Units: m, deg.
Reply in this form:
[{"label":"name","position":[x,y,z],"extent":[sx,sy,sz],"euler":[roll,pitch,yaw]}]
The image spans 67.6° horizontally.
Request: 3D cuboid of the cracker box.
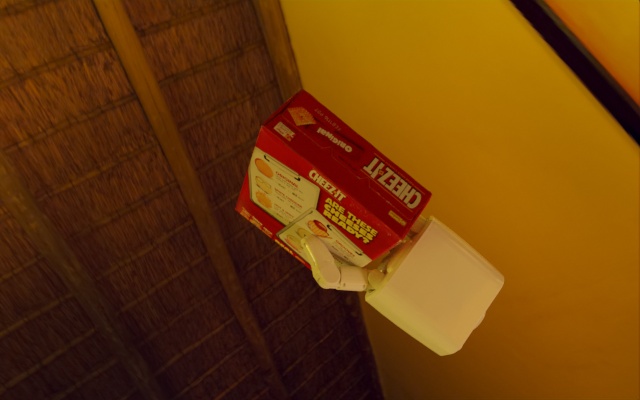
[{"label":"cracker box","position":[0.000,0.002,0.528],"extent":[0.164,0.072,0.214],"euler":[39,-27,1]}]
